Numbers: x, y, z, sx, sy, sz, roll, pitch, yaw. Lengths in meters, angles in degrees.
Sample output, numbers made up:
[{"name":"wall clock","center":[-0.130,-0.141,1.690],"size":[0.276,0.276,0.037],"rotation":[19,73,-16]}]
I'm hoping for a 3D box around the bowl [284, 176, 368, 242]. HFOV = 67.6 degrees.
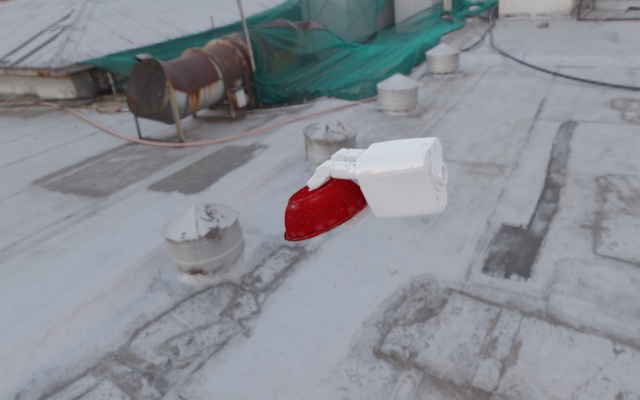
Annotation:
[{"name":"bowl","center":[-0.001,0.003,0.784],"size":[0.162,0.055,0.162],"rotation":[-26,14,7]}]
